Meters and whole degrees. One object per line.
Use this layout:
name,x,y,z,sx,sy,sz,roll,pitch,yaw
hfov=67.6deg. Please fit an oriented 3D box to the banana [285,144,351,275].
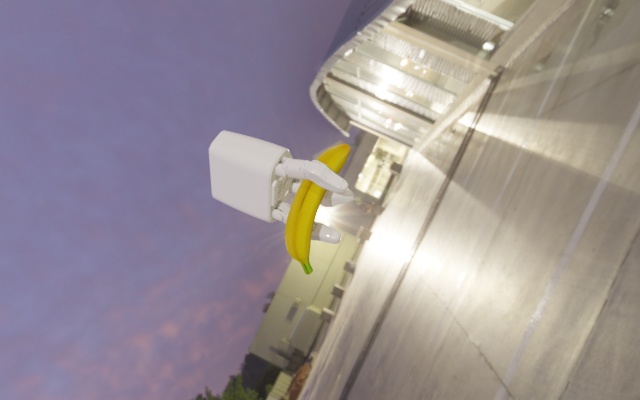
banana,-0.009,-0.001,0.665,0.037,0.197,0.070,14,-12,29
